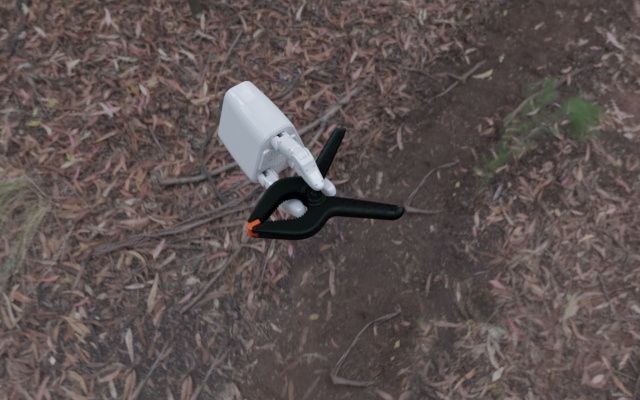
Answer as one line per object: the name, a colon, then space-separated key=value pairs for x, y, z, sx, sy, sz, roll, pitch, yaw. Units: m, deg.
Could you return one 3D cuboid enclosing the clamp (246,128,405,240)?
clamp: x=0.000 y=0.002 z=0.655 sx=0.210 sy=0.164 sz=0.036 roll=-33 pitch=-21 yaw=-20
